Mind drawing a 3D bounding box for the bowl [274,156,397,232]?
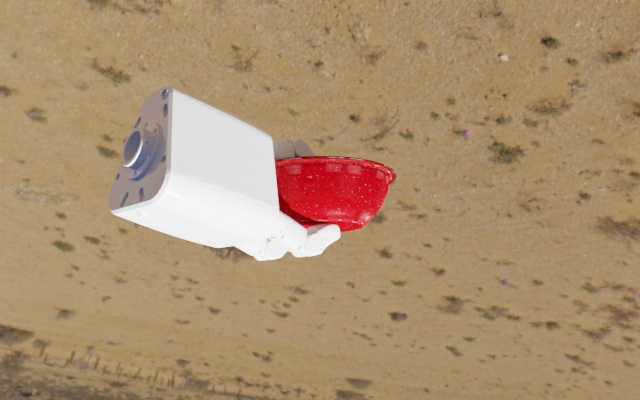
[{"bbox_3d":[0.001,0.002,0.506,0.162,0.055,0.162,-1,-12,0],"label":"bowl"}]
